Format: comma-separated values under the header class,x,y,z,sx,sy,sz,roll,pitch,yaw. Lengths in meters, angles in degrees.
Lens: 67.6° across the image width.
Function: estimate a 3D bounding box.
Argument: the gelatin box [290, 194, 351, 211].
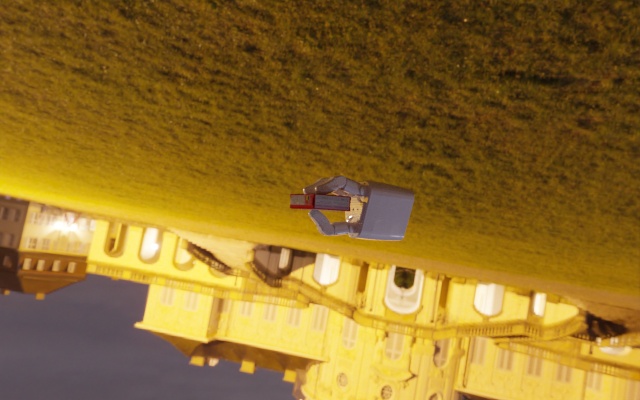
class,x,y,z,sx,sy,sz,roll,pitch,yaw
gelatin box,0.000,0.003,0.875,0.089,0.030,0.073,3,-2,-38
